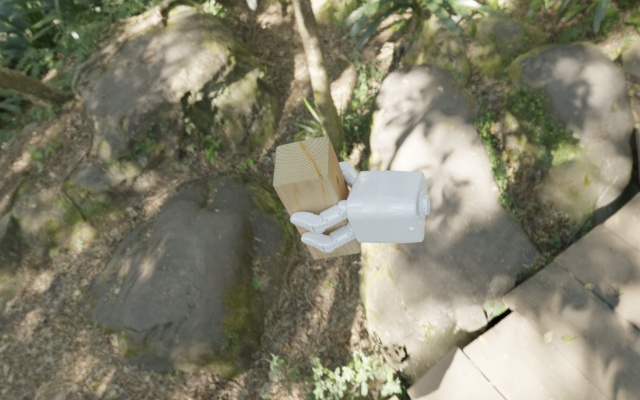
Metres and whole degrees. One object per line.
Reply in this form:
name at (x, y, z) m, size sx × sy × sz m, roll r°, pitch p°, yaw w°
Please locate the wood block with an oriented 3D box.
wood block at (0.000, 0.002, 0.809) m, size 0.090 × 0.090 × 0.206 m, roll -10°, pitch -42°, yaw 13°
